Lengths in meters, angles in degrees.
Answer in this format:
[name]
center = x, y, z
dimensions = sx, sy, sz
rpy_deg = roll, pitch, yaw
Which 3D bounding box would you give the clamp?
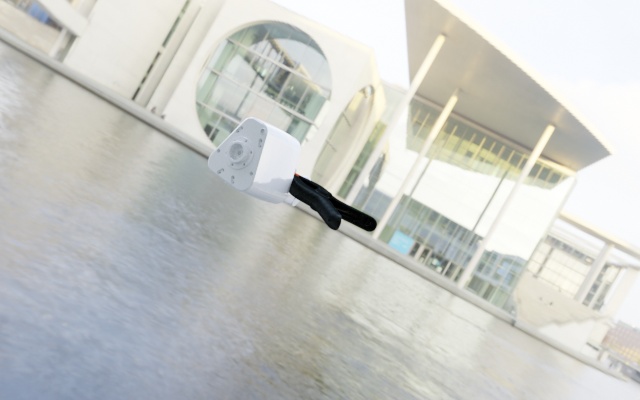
[clamp]
center = 0.000, 0.002, 0.763
dimensions = 0.171, 0.039, 0.120
rpy_deg = 30, 8, 25
